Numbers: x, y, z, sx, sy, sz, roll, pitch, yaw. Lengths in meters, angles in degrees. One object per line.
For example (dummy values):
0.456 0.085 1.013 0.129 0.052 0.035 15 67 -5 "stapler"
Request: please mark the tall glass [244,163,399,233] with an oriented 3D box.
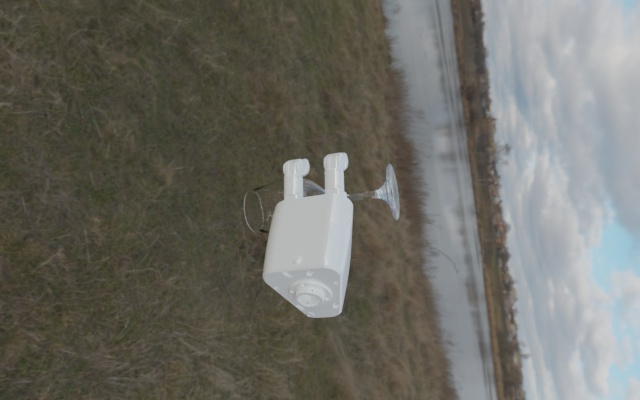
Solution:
0.001 0.002 0.644 0.201 0.079 0.079 -8 -2 17 "tall glass"
